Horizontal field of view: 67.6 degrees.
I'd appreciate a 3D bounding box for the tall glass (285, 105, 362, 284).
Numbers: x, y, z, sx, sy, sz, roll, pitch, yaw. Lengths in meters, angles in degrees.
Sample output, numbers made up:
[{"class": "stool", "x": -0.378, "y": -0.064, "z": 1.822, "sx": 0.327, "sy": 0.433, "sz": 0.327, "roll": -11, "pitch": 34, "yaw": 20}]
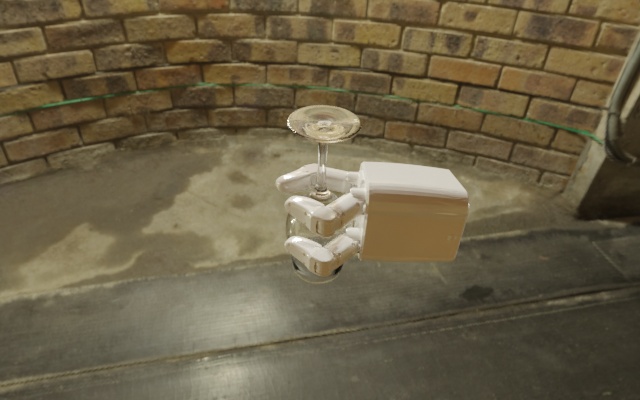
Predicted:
[{"class": "tall glass", "x": 0.000, "y": 0.001, "z": 0.531, "sx": 0.079, "sy": 0.201, "sz": 0.079, "roll": 2, "pitch": 37, "yaw": -2}]
